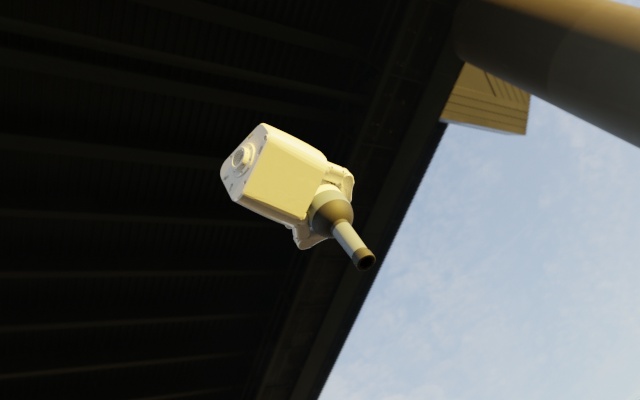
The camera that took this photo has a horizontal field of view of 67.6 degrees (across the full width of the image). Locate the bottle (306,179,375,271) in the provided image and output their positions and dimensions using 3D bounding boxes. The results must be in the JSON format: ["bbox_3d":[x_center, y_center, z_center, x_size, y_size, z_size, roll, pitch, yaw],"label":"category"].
[{"bbox_3d":[0.000,0.002,0.723,0.069,0.069,0.295,0,32,-28],"label":"bottle"}]
